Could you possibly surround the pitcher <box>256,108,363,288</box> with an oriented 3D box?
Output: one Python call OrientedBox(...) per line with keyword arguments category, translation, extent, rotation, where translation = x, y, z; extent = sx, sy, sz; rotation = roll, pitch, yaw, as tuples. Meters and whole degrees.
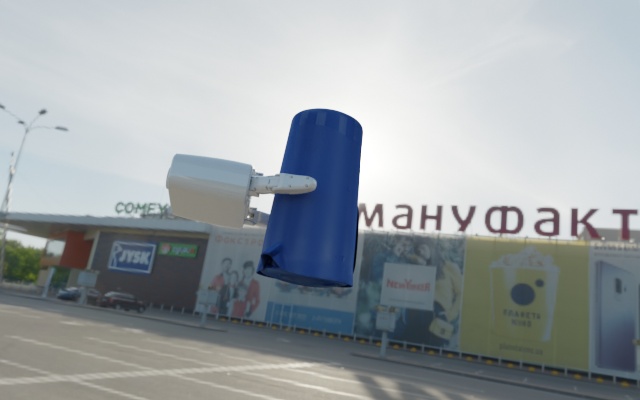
OrientedBox(category="pitcher", translation=(0.000, 0.002, 0.685), extent=(0.145, 0.242, 0.149), rotation=(10, -14, -4))
